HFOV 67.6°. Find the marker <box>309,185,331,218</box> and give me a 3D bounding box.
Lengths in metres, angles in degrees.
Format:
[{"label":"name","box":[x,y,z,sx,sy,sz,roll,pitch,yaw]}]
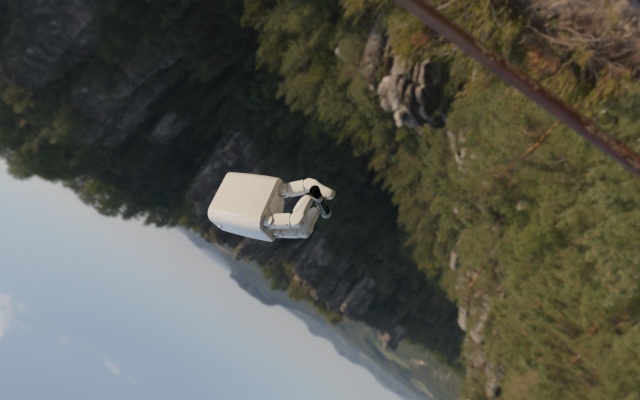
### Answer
[{"label":"marker","box":[0.000,0.003,0.853,0.020,0.020,0.121,0,-22,12]}]
